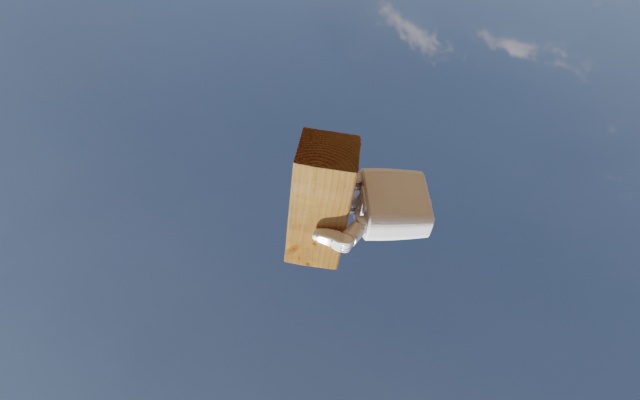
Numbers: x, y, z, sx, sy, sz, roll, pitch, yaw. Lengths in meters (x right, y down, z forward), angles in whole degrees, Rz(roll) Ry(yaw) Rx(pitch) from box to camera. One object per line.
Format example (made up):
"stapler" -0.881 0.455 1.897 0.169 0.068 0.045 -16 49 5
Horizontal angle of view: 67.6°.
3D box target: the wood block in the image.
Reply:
"wood block" 0.000 0.003 0.737 0.090 0.206 0.090 9 42 0
